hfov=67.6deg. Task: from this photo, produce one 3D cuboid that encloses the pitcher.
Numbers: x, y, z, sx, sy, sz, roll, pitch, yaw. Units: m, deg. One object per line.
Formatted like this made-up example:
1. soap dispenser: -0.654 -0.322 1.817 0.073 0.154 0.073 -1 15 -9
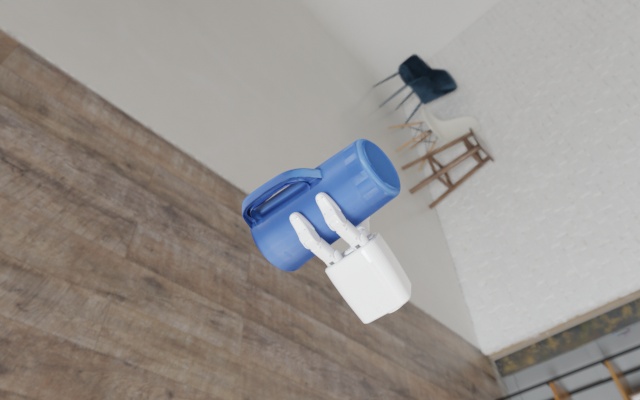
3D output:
1. pitcher: 0.000 0.003 0.783 0.243 0.145 0.149 -36 -4 27
